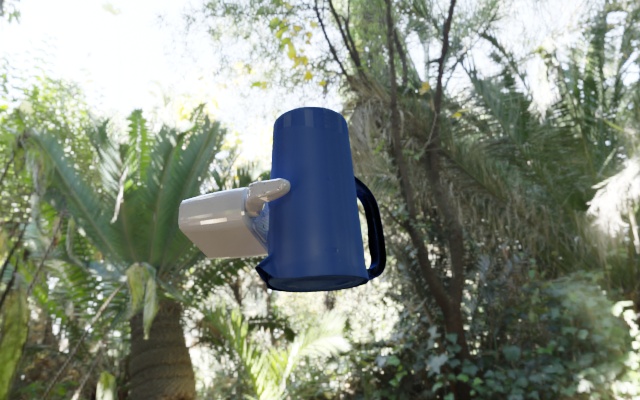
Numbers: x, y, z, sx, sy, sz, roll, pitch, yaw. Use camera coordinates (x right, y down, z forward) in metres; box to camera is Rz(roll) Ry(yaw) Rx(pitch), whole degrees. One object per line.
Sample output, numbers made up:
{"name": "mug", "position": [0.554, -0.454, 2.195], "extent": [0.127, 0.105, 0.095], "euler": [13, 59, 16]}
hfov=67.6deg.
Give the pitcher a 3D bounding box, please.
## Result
{"name": "pitcher", "position": [0.000, 0.002, 0.654], "extent": [0.145, 0.242, 0.149], "euler": [-9, -20, 18]}
